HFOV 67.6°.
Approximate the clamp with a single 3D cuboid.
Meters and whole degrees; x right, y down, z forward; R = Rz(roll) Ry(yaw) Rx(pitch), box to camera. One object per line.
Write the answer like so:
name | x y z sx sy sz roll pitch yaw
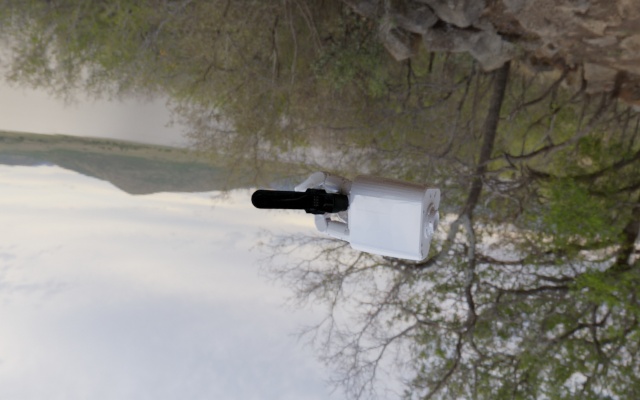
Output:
clamp | 0.000 0.003 0.648 0.120 0.039 0.171 10 6 28
